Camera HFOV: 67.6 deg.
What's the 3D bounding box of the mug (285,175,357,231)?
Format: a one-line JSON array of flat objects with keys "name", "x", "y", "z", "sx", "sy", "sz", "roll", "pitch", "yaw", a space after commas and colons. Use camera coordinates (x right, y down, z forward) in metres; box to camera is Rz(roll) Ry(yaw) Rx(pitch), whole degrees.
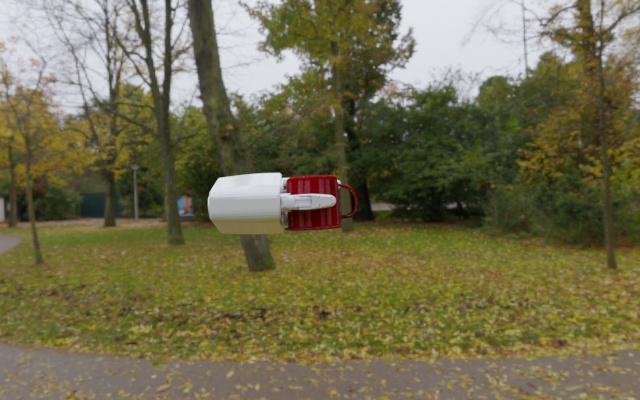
[{"name": "mug", "x": 0.002, "y": 0.002, "z": 0.752, "sx": 0.117, "sy": 0.081, "sz": 0.093, "roll": -3, "pitch": 0, "yaw": -4}]
